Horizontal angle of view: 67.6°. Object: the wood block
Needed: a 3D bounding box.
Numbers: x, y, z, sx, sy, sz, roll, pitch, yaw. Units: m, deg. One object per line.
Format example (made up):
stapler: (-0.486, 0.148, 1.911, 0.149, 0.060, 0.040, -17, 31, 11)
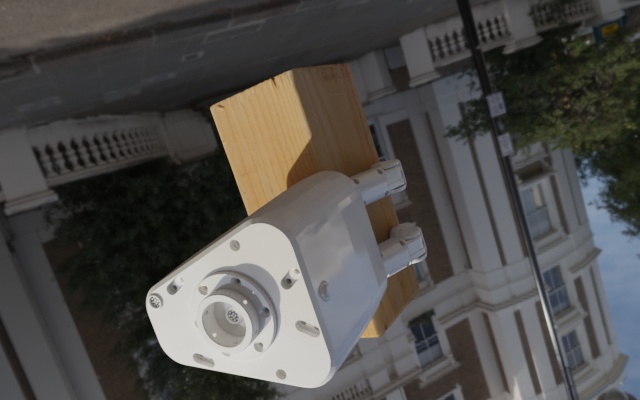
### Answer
wood block: (0.000, 0.002, 0.403, 0.091, 0.206, 0.090, -13, 9, 35)
